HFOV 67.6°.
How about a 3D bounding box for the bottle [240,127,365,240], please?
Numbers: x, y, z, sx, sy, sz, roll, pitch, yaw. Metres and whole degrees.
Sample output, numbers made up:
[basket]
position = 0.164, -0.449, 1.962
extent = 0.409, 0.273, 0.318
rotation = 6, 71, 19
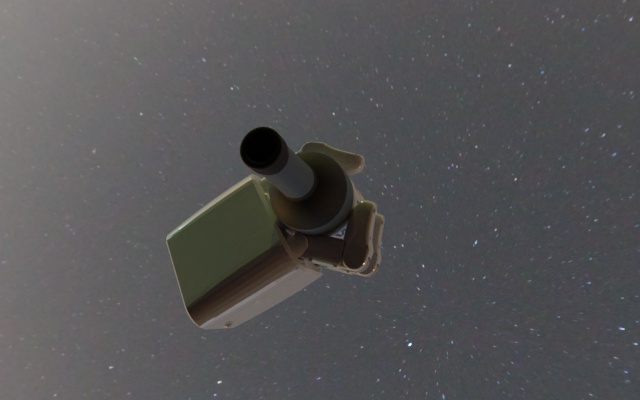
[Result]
[bottle]
position = 0.000, 0.001, 0.424
extent = 0.069, 0.069, 0.296
rotation = 0, -13, 15
